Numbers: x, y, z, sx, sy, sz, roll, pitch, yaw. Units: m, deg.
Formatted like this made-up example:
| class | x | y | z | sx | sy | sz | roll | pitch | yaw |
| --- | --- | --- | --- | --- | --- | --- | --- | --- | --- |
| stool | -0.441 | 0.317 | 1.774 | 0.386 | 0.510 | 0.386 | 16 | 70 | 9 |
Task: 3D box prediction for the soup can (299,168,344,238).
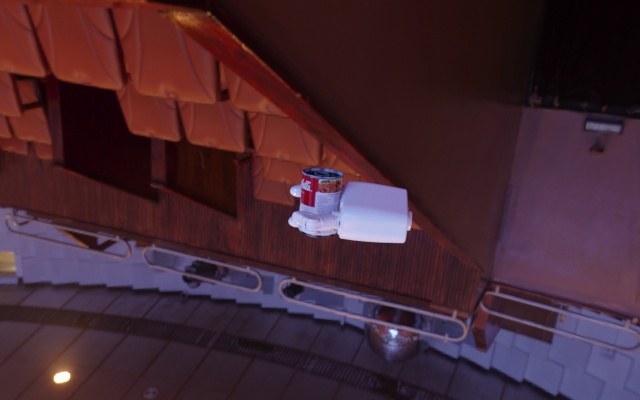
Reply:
| class | x | y | z | sx | sy | sz | roll | pitch | yaw |
| --- | --- | --- | --- | --- | --- | --- | --- | --- | --- |
| soup can | 0.000 | 0.003 | 0.791 | 0.068 | 0.102 | 0.068 | 5 | 16 | -1 |
